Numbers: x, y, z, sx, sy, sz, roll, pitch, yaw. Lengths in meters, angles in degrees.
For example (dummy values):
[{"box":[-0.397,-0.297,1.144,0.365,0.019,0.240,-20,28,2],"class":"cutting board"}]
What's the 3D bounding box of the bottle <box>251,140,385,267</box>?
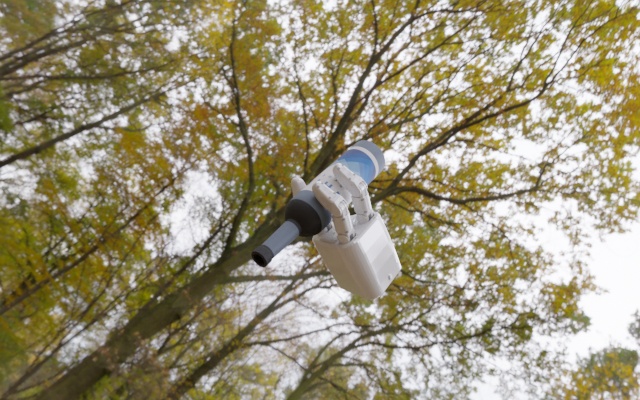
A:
[{"box":[0.000,0.002,0.739,0.069,0.069,0.295,0,32,42],"class":"bottle"}]
